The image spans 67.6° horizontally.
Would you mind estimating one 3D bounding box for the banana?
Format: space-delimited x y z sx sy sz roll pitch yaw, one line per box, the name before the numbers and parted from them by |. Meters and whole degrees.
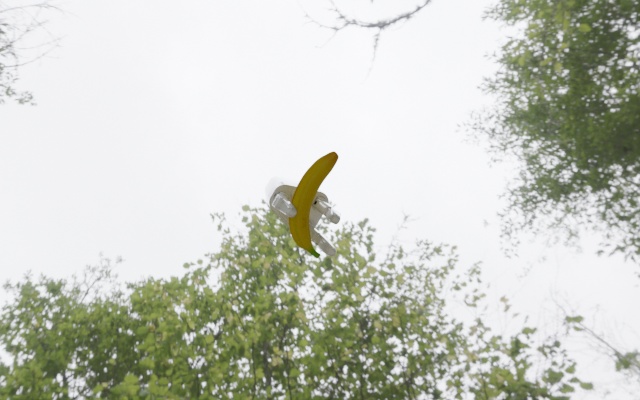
banana | -0.019 0.003 0.861 0.069 0.198 0.037 9 11 -11
